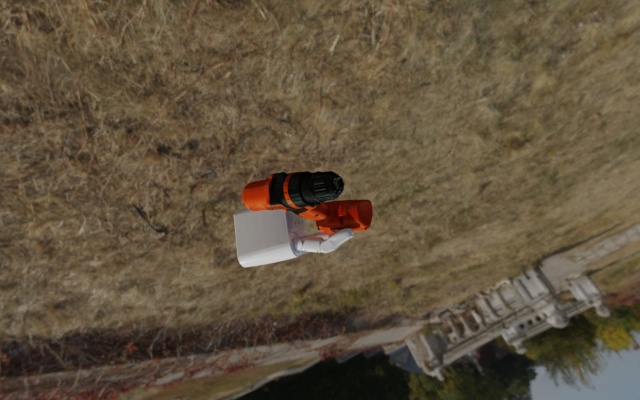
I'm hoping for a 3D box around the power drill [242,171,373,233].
[{"bbox_3d":[0.000,0.003,0.743,0.184,0.057,0.188,-5,-19,40],"label":"power drill"}]
